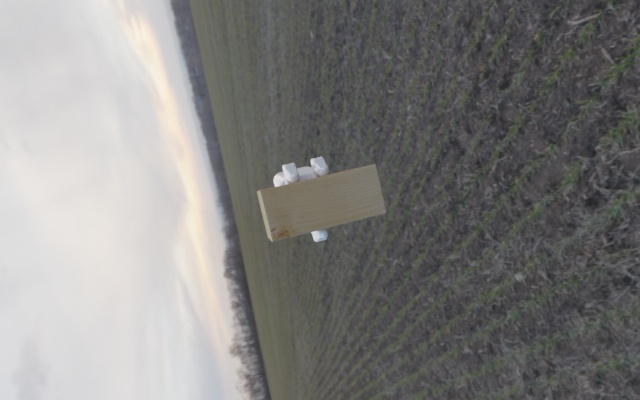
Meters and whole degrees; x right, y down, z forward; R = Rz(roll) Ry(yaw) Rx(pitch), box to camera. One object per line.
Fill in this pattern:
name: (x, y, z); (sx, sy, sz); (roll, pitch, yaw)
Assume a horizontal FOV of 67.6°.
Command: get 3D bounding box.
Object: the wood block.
wood block: (0.000, 0.003, 0.853); (0.206, 0.091, 0.090); (-14, 3, -11)
